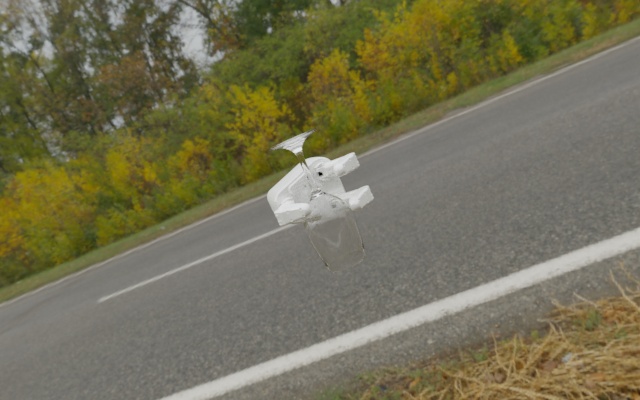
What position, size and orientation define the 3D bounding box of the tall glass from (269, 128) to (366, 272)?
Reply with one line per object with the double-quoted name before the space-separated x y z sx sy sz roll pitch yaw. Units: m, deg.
"tall glass" 0.000 0.002 0.695 0.079 0.201 0.079 -23 10 4
